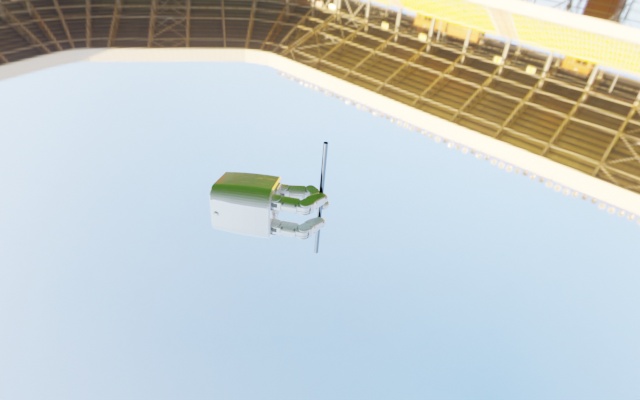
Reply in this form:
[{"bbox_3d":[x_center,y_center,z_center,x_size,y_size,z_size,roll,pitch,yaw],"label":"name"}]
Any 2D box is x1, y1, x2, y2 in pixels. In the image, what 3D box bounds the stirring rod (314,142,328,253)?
[{"bbox_3d":[0.000,0.003,0.840,0.011,0.240,0.011,3,37,-2],"label":"stirring rod"}]
